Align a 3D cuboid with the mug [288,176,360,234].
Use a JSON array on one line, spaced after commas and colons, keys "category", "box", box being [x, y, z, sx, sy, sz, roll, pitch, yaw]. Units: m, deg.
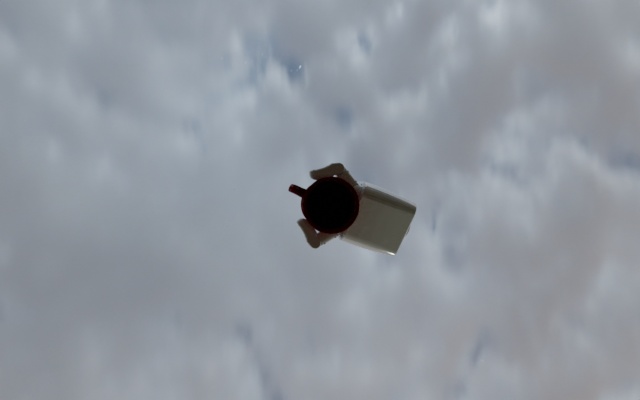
[{"category": "mug", "box": [-0.001, 0.002, 0.802, 0.117, 0.093, 0.081, 22, -2, -9]}]
